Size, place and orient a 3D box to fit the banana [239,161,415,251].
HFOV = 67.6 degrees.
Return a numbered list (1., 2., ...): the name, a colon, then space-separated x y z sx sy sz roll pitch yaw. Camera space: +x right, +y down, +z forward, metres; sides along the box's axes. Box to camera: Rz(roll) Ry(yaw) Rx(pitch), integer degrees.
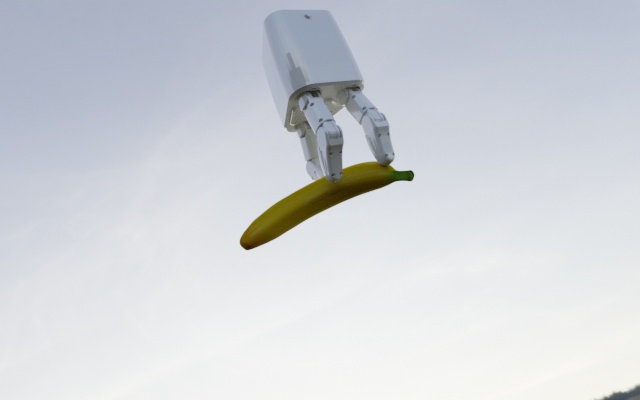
1. banana: 0.001 -0.002 0.526 0.198 0.037 0.069 -25 11 -4
